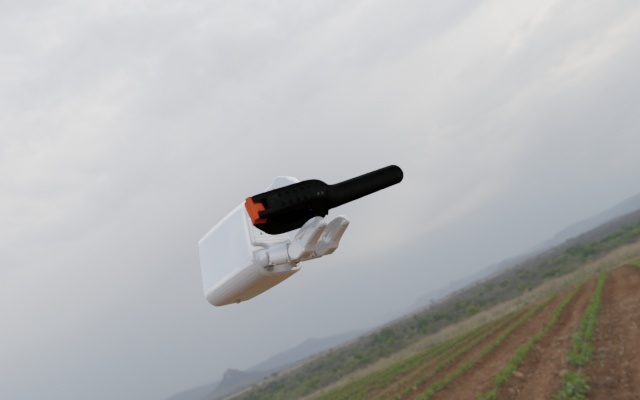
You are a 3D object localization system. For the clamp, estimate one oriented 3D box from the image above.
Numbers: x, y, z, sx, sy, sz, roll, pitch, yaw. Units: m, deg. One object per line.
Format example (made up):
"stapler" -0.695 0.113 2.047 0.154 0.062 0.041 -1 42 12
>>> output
"clamp" -0.001 0.001 0.574 0.164 0.036 0.210 -37 -21 27
